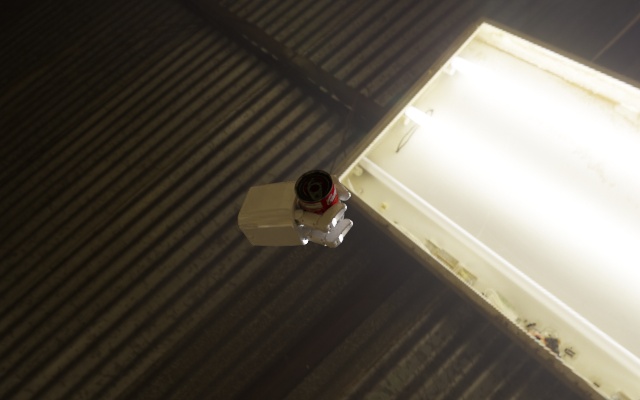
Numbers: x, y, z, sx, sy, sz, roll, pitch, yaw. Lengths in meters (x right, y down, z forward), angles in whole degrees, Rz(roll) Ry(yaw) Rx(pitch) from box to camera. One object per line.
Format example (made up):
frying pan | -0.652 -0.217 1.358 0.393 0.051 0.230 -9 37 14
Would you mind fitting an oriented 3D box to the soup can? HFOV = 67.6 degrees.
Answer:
soup can | 0.001 0.003 0.851 0.068 0.068 0.102 0 -34 17
